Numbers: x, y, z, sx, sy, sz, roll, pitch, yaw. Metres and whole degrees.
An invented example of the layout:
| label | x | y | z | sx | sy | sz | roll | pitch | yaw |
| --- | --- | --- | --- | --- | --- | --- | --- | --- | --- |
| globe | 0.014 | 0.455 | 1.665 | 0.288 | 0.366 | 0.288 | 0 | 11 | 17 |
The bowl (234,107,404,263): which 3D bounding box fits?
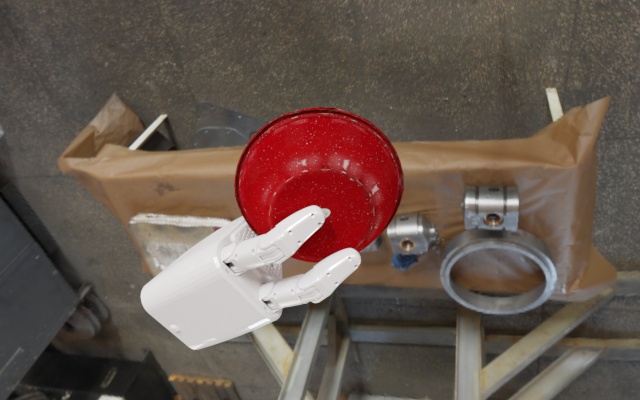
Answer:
| label | x | y | z | sx | sy | sz | roll | pitch | yaw |
| --- | --- | --- | --- | --- | --- | --- | --- | --- | --- |
| bowl | 0.001 | 0.001 | 0.433 | 0.162 | 0.162 | 0.055 | 0 | 29 | -3 |
